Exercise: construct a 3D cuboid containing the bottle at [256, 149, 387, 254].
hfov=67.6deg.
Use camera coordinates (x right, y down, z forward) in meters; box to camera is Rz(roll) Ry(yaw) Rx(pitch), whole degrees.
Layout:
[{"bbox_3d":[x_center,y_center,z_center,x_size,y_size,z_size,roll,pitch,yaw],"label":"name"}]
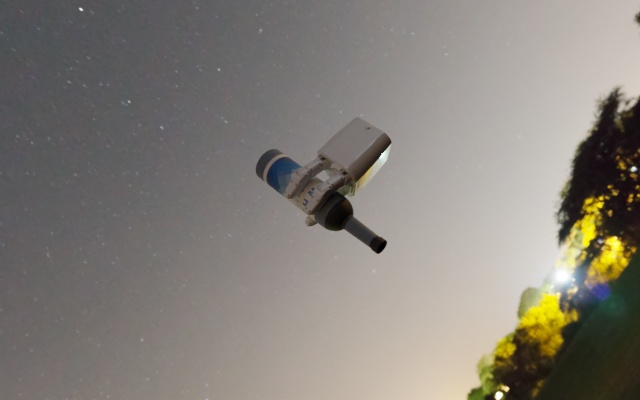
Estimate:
[{"bbox_3d":[0.000,0.003,0.868,0.295,0.069,0.069,36,20,30],"label":"bottle"}]
